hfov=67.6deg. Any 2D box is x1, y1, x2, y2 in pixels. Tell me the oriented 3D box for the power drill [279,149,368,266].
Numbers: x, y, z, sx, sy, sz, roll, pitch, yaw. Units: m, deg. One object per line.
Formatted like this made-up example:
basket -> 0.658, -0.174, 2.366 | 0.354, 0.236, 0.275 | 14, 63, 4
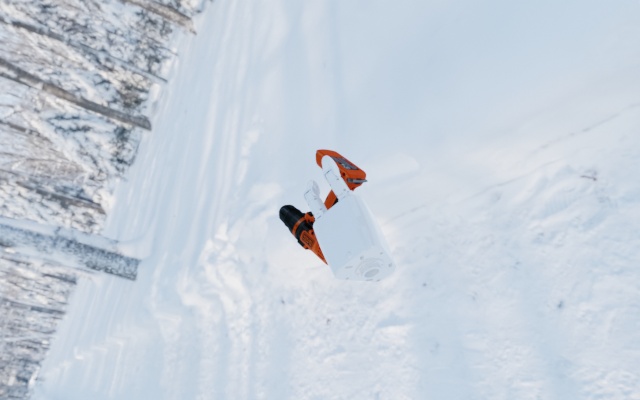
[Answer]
power drill -> 0.000, 0.003, 0.896 | 0.057, 0.188, 0.184 | -4, 32, -43
